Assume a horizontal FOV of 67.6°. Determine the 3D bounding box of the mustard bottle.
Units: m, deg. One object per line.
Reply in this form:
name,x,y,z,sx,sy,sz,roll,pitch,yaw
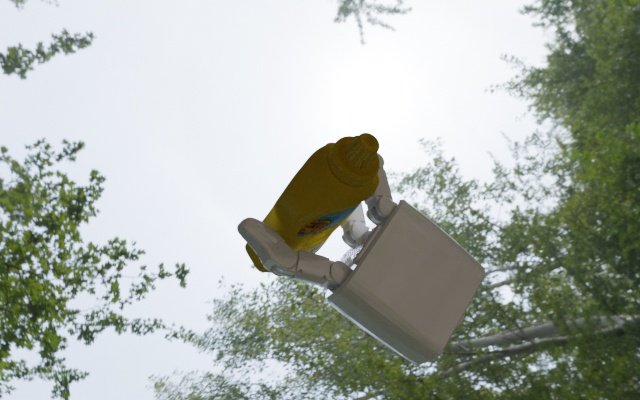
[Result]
mustard bottle,0.000,0.001,0.432,0.096,0.058,0.192,-23,-16,-34
